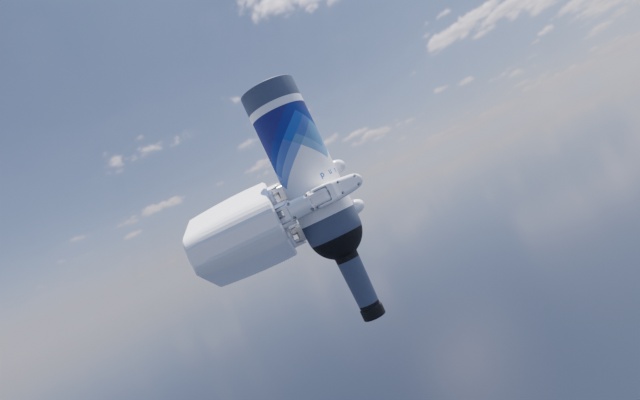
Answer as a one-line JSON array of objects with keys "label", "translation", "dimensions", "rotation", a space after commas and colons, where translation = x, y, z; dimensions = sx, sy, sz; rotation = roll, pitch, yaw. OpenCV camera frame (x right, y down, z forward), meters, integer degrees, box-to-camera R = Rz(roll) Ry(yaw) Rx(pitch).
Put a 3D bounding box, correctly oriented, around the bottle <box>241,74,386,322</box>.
[{"label": "bottle", "translation": [0.000, 0.002, 0.555], "dimensions": [0.069, 0.295, 0.069], "rotation": [-25, -1, -1]}]
